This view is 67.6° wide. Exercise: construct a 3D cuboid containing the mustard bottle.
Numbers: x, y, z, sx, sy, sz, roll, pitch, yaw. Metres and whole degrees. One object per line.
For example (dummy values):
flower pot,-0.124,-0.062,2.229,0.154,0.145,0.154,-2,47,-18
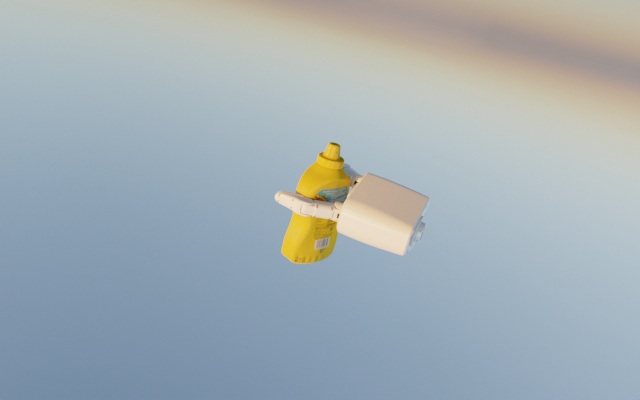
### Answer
mustard bottle,0.000,0.003,0.743,0.096,0.192,0.058,-9,32,-43
